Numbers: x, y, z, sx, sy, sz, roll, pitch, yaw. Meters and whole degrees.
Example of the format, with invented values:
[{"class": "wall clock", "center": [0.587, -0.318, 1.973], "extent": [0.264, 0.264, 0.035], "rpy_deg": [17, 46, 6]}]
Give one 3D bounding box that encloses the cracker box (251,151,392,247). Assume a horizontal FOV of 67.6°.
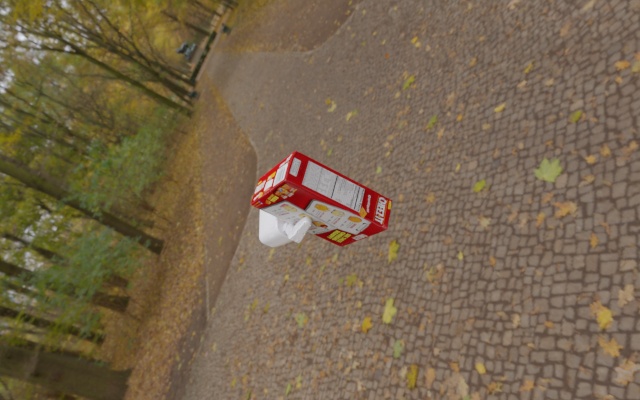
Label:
[{"class": "cracker box", "center": [0.000, 0.003, 0.894], "extent": [0.214, 0.072, 0.164], "rpy_deg": [25, -26, -21]}]
